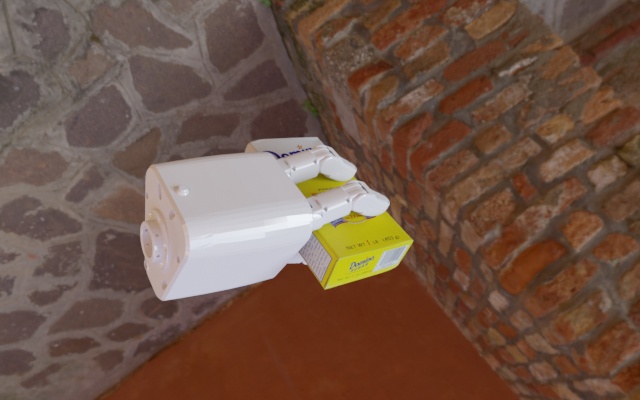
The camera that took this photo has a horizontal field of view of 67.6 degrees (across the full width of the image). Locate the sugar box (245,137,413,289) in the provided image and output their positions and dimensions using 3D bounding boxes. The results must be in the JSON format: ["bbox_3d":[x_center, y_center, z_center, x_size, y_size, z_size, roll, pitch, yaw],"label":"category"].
[{"bbox_3d":[0.000,0.001,0.475,0.093,0.048,0.176,-9,47,-37],"label":"sugar box"}]
